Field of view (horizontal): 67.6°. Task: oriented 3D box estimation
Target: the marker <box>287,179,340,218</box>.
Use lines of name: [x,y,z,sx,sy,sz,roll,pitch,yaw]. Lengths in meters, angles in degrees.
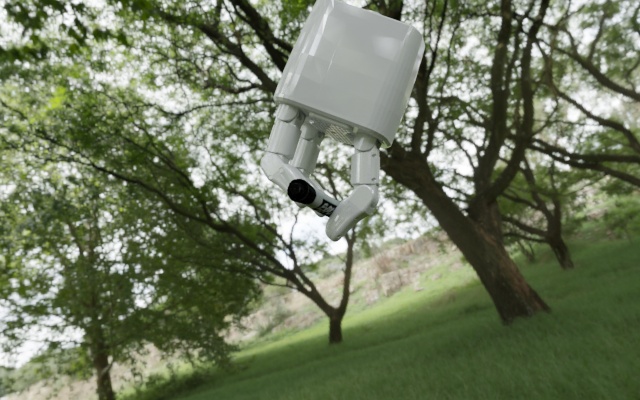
marker: [0.000,0.001,0.421,0.020,0.020,0.121,0,-10,19]
